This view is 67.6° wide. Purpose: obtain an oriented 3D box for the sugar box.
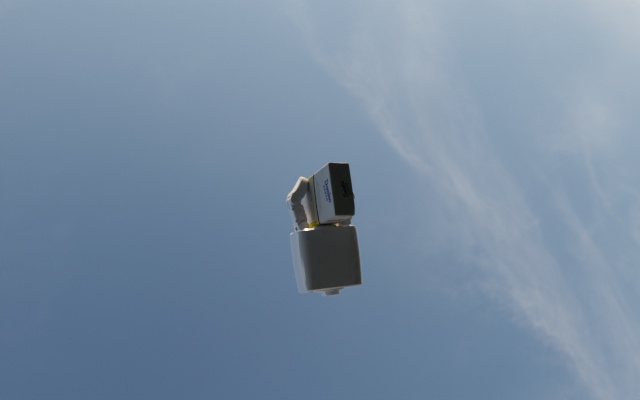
[{"bbox_3d":[0.001,0.003,0.854,0.048,0.093,0.176,0,-14,-28],"label":"sugar box"}]
